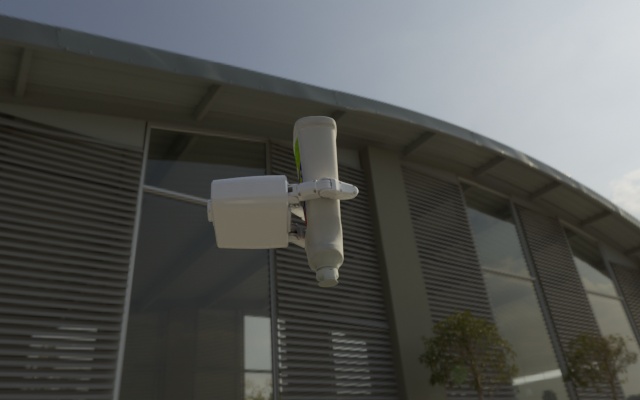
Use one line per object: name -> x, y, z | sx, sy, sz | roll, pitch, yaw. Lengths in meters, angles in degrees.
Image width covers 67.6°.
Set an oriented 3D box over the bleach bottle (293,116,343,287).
bleach bottle -> 0.000, 0.002, 0.715 | 0.068, 0.250, 0.103 | -2, -29, -6
